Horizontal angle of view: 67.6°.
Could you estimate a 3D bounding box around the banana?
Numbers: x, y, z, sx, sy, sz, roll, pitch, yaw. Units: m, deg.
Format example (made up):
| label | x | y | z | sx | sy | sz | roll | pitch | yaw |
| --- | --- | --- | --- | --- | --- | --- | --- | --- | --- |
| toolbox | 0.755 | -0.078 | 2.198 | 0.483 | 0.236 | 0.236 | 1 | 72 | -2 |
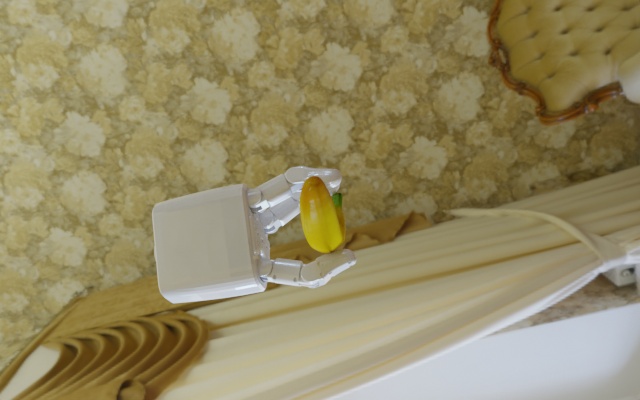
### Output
| label | x | y | z | sx | sy | sz | roll | pitch | yaw |
| --- | --- | --- | --- | --- | --- | --- | --- | --- | --- |
| banana | 0.003 | 0.020 | 0.490 | 0.037 | 0.069 | 0.198 | -8 | -4 | 6 |
